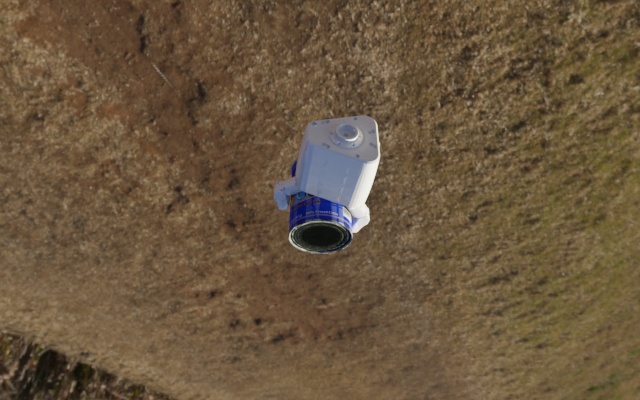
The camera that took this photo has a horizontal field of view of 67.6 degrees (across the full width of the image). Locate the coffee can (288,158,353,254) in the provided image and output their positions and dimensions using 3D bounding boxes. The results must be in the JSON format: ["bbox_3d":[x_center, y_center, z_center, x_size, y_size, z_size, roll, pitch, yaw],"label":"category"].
[{"bbox_3d":[0.000,0.003,0.794,0.103,0.140,0.103,0,-35,0],"label":"coffee can"}]
